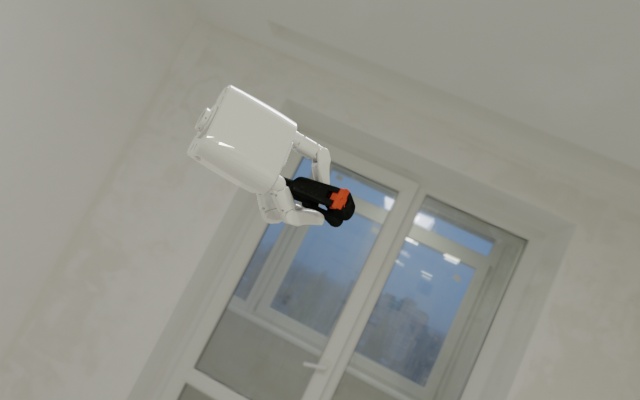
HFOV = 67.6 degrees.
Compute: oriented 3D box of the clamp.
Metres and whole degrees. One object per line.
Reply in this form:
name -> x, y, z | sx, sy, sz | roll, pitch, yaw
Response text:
clamp -> 0.000, 0.001, 0.685 | 0.164, 0.036, 0.210 | 29, -9, -23
